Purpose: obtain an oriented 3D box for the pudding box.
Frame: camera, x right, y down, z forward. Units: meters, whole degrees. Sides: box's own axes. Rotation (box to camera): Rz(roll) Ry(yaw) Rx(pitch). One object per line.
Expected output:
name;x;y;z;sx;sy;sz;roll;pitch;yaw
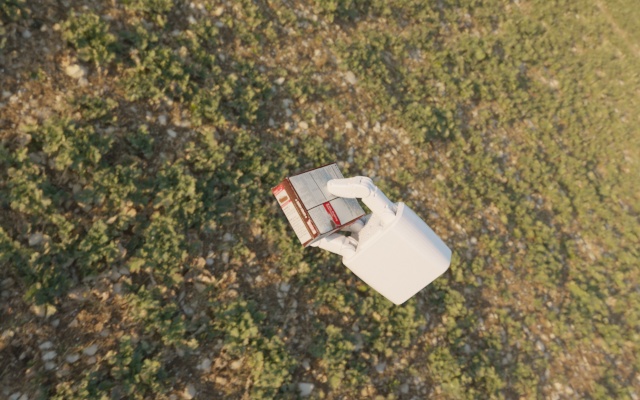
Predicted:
pudding box;0.000;0.002;0.648;0.039;0.090;0.113;-36;-10;38
